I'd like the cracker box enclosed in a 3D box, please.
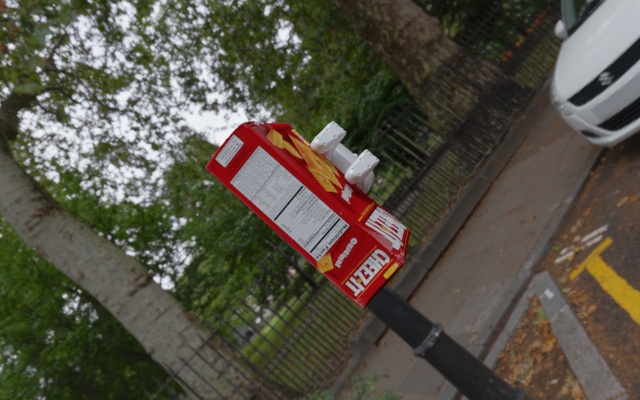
[{"bbox_3d":[0.000,0.002,0.539,0.213,0.072,0.164,41,14,5],"label":"cracker box"}]
